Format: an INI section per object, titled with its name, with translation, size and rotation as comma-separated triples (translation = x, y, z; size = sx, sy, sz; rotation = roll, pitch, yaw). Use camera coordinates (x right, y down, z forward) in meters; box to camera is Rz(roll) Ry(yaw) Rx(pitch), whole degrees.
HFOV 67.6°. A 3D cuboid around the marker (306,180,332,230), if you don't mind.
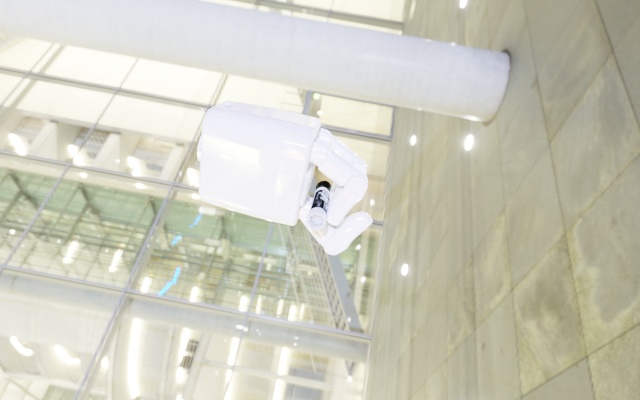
[marker]
translation = 0.000, 0.002, 0.506
size = 0.020, 0.020, 0.121
rotation = 0, 18, 4
